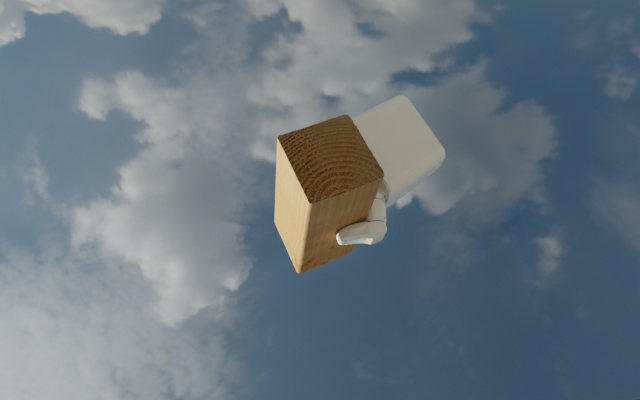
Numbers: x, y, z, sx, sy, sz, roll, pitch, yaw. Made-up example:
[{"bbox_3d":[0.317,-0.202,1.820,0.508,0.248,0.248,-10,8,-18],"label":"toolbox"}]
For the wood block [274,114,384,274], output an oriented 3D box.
[{"bbox_3d":[0.001,0.002,0.591,0.090,0.090,0.206,-21,-24,-16],"label":"wood block"}]
